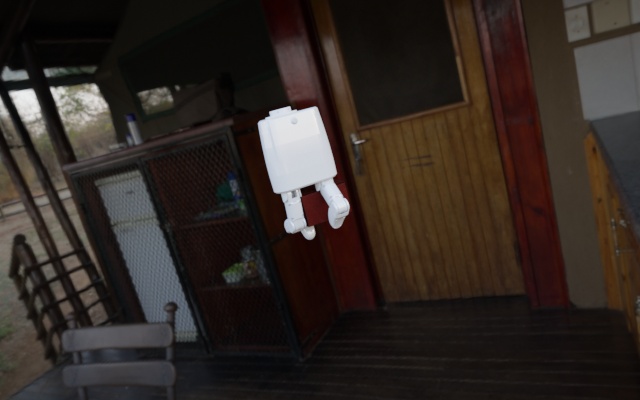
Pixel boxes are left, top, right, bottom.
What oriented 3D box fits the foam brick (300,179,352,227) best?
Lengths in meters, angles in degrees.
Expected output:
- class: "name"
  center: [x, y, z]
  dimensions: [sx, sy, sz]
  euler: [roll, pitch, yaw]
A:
- class: "foam brick"
  center: [0.000, 0.002, 0.742]
  dimensions: [0.078, 0.051, 0.053]
  euler: [-19, 13, -20]
